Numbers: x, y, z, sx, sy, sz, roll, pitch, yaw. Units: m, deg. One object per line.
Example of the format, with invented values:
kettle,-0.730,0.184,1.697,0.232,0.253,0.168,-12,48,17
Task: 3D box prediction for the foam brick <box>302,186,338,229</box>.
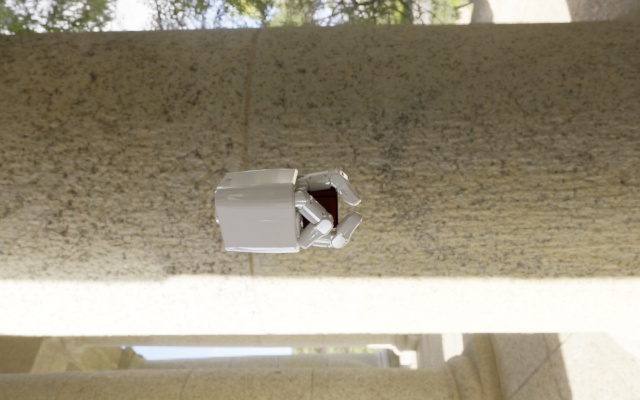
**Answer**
foam brick,0.000,0.002,0.708,0.051,0.053,0.078,-2,22,3
